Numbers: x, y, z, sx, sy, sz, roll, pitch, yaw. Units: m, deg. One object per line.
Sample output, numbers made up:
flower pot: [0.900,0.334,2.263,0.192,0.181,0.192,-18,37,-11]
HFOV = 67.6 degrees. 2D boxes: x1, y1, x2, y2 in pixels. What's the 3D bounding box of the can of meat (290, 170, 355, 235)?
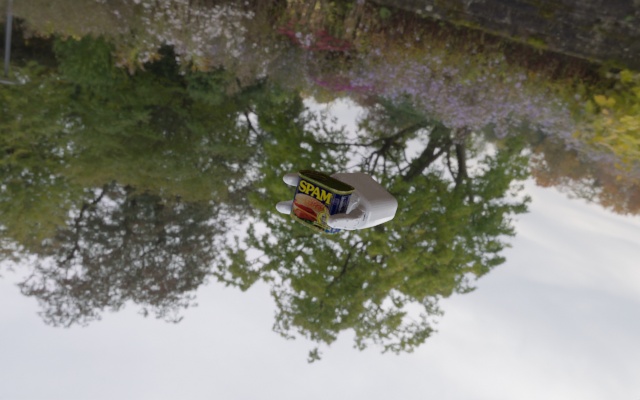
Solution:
can of meat: [0.000,0.003,0.833,0.102,0.084,0.057,26,21,30]
